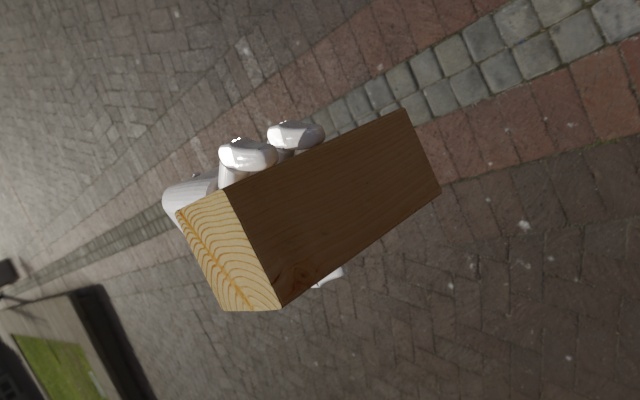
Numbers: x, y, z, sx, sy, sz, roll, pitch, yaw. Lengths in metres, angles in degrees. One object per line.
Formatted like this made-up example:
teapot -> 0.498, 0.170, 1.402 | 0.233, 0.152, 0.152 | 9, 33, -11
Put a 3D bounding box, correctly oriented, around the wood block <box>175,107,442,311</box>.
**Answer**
wood block -> 0.000, 0.002, 0.407 | 0.206, 0.091, 0.090 | -30, 7, -39
